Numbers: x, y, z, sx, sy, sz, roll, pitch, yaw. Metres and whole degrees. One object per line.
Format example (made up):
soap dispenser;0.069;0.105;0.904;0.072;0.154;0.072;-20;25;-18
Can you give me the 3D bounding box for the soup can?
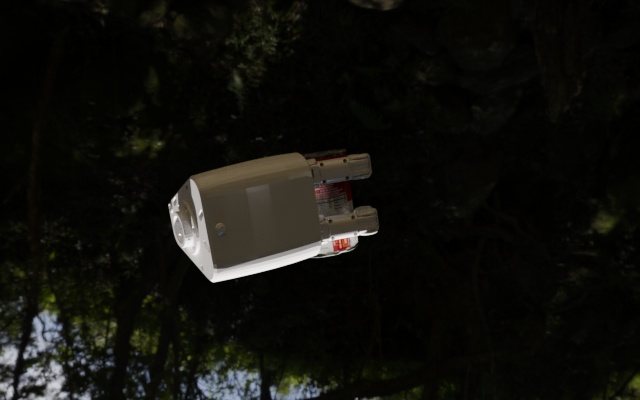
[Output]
soup can;0.000;0.002;0.499;0.068;0.102;0.068;-8;8;1
